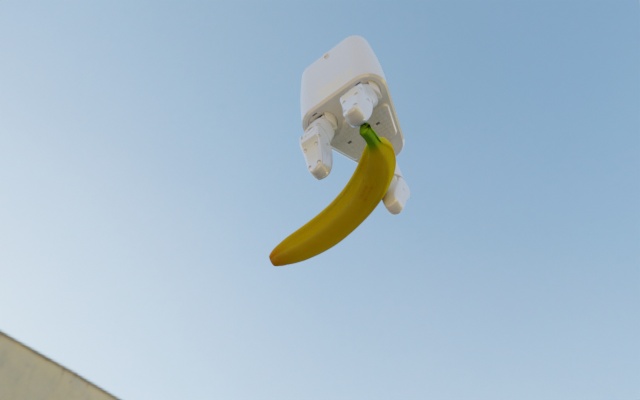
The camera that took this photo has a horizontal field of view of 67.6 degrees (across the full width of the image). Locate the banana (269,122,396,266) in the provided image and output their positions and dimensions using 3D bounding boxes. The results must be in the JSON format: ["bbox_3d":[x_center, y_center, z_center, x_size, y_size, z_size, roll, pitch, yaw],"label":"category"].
[{"bbox_3d":[0.018,0.004,0.468,0.069,0.037,0.198,17,-51,-24],"label":"banana"}]
